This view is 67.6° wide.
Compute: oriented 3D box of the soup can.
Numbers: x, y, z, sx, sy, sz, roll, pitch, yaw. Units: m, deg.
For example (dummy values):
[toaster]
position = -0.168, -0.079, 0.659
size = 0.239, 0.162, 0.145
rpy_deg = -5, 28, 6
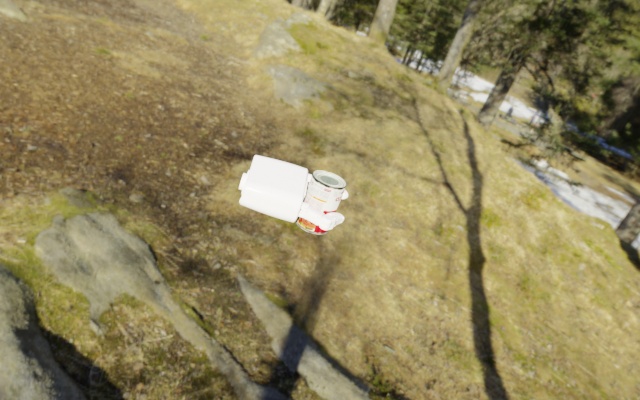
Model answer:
[soup can]
position = 0.001, 0.003, 0.891
size = 0.068, 0.102, 0.068
rpy_deg = 17, 25, -8
